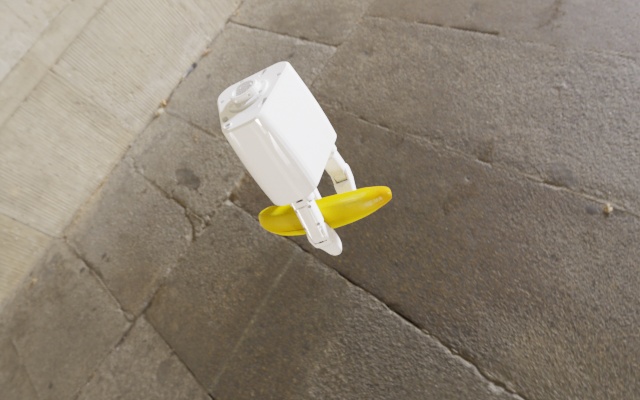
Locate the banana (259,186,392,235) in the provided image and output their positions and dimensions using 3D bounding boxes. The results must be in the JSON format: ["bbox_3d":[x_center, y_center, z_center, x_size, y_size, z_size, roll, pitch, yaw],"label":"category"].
[{"bbox_3d":[-0.011,0.013,0.576,0.198,0.037,0.069,-7,30,39],"label":"banana"}]
